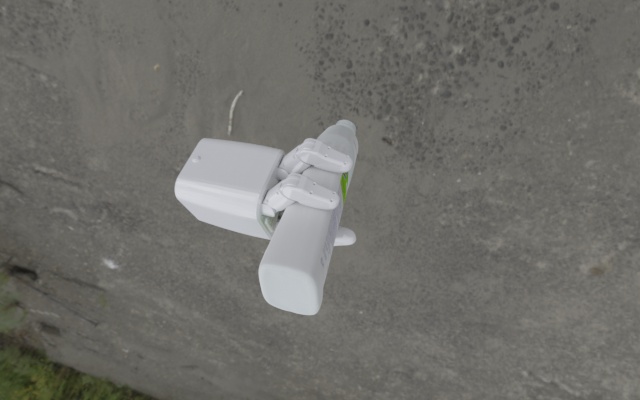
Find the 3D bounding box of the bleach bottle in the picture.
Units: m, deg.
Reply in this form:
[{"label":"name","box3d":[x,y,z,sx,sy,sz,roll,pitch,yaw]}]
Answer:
[{"label":"bleach bottle","box3d":[0.000,0.002,0.576,0.068,0.250,0.103,12,-37,10]}]
